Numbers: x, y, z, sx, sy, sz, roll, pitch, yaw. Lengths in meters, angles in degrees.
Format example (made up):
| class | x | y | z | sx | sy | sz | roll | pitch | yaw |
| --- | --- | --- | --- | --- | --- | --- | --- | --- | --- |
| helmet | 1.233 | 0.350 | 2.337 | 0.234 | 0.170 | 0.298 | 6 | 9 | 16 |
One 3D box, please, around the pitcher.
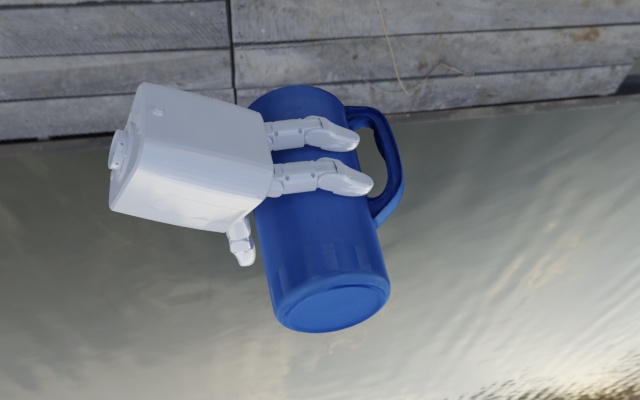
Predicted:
| class | x | y | z | sx | sy | sz | roll | pitch | yaw |
| --- | --- | --- | --- | --- | --- | --- | --- | --- | --- |
| pitcher | 0.000 | 0.002 | 0.495 | 0.145 | 0.242 | 0.149 | 12 | -45 | -31 |
